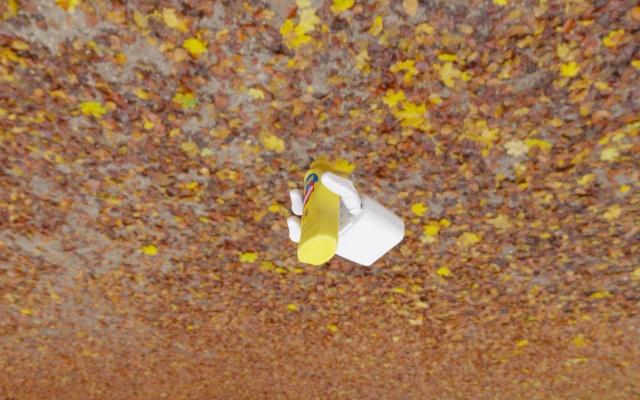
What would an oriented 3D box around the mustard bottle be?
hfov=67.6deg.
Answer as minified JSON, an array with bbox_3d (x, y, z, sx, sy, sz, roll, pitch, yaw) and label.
[{"bbox_3d":[0.000,0.003,0.793,0.058,0.191,0.096,13,-35,-12],"label":"mustard bottle"}]
